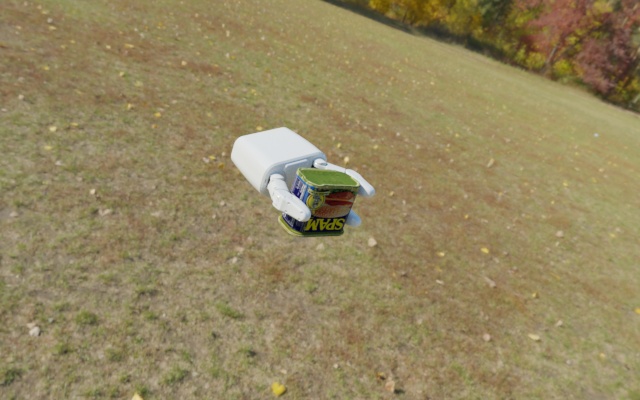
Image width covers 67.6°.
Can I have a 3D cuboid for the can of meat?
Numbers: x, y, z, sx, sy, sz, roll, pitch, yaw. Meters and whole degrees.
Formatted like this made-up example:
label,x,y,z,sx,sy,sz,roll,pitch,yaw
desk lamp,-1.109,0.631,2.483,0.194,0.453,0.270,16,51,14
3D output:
label,x,y,z,sx,sy,sz,roll,pitch,yaw
can of meat,0.000,0.002,0.688,0.102,0.084,0.057,1,30,-38
